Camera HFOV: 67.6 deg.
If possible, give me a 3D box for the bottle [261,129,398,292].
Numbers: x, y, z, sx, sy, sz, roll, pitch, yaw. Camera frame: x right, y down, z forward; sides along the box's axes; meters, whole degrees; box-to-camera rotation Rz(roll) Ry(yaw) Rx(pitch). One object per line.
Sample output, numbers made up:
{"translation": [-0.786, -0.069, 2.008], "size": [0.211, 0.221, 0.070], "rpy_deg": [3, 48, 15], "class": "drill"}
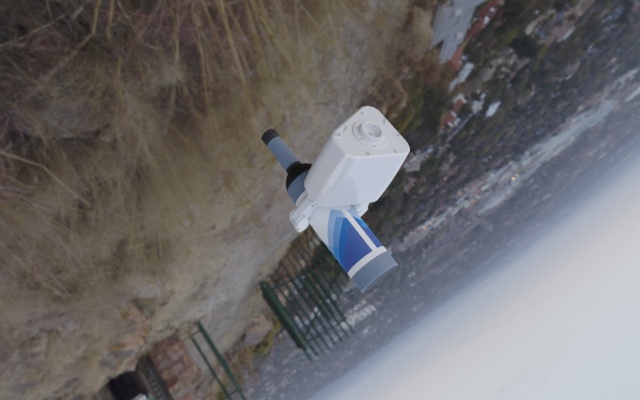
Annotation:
{"translation": [0.000, 0.003, 0.735], "size": [0.069, 0.295, 0.069], "rpy_deg": [-34, -18, -13], "class": "bottle"}
